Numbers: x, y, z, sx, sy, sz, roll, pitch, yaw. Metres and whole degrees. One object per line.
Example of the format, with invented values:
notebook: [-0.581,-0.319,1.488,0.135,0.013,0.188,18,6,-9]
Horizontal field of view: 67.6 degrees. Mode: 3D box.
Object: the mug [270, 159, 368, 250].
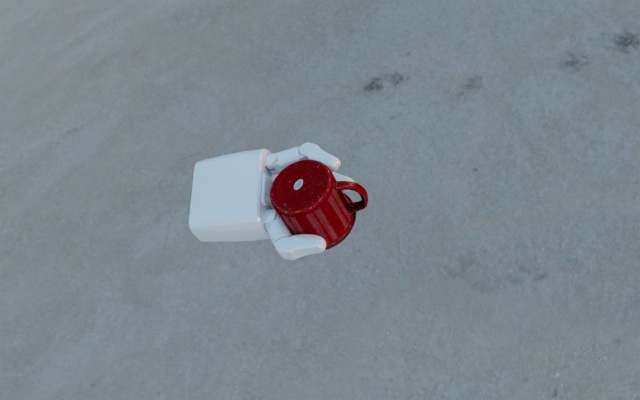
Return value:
mug: [0.001,0.002,0.587,0.117,0.093,0.081,-8,-35,18]
